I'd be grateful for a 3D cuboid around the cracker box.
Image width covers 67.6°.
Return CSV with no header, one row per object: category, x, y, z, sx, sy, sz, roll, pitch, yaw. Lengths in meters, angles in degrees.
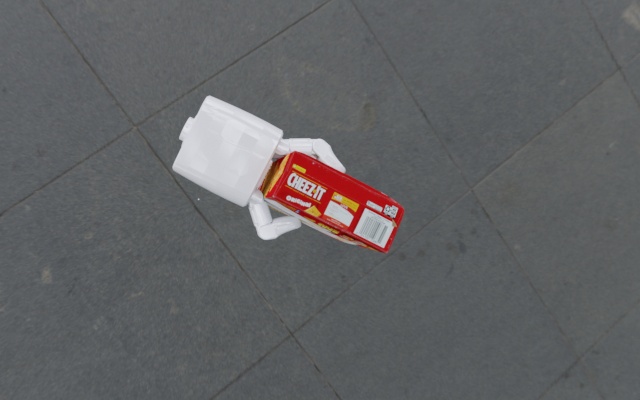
cracker box,0.000,0.002,0.678,0.164,0.072,0.213,26,-6,-13
